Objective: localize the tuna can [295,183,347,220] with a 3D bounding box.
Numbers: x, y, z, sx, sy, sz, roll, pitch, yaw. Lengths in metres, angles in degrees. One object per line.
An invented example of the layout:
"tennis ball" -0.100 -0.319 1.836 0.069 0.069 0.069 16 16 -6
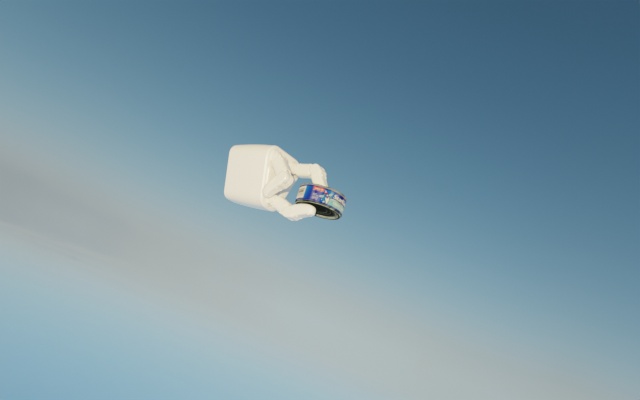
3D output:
"tuna can" 0.000 0.003 0.826 0.086 0.033 0.086 16 -17 5
